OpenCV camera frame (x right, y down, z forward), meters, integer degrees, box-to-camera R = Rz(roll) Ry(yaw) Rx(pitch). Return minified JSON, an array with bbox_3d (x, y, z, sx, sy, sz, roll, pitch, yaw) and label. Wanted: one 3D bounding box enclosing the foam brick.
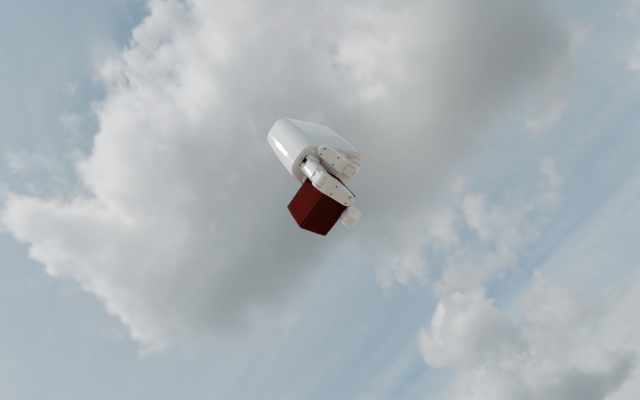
[{"bbox_3d":[0.000,0.002,0.687,0.053,0.078,0.051,25,17,-42],"label":"foam brick"}]
